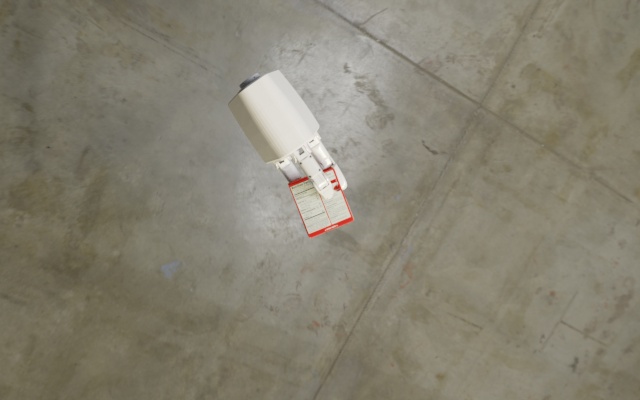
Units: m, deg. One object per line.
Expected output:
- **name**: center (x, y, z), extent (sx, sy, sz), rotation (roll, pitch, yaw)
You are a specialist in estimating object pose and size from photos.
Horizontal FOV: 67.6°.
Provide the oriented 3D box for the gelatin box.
- **gelatin box**: center (0.000, 0.003, 0.719), extent (0.073, 0.089, 0.030), rotation (-22, 8, -4)
